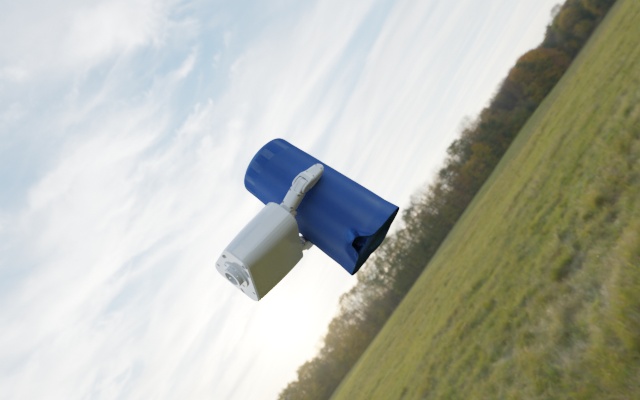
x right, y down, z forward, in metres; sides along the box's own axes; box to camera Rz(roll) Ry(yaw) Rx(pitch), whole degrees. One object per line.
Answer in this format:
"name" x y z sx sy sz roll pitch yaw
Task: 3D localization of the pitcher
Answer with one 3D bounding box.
"pitcher" 0.000 0.003 0.792 0.243 0.145 0.149 35 -32 14
